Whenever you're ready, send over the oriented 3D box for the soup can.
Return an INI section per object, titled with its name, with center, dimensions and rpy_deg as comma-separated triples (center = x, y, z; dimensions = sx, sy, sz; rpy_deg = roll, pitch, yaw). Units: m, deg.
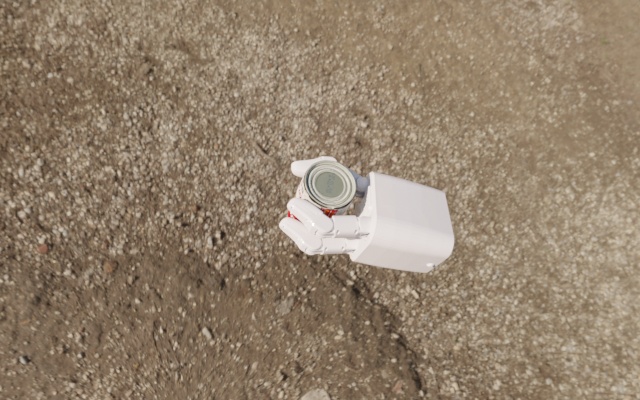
[soup can]
center = 0.000, 0.002, 0.612
dimensions = 0.068, 0.068, 0.102
rpy_deg = 0, -26, -16
